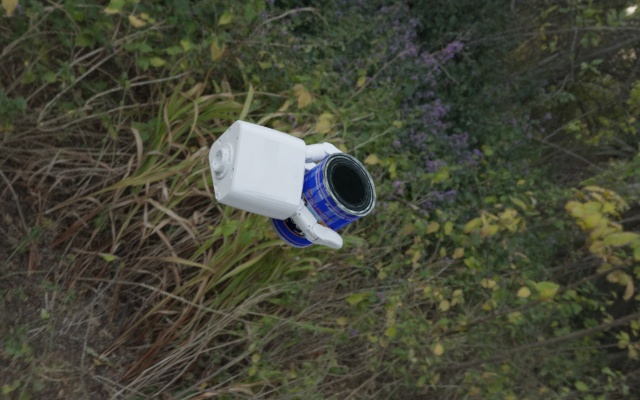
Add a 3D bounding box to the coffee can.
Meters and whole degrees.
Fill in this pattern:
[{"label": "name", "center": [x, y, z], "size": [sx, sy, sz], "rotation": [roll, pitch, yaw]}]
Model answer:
[{"label": "coffee can", "center": [0.000, 0.003, 0.737], "size": [0.103, 0.102, 0.140], "rotation": [0, -23, -43]}]
